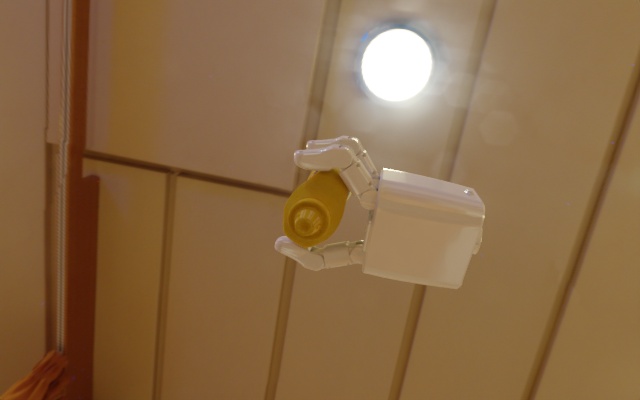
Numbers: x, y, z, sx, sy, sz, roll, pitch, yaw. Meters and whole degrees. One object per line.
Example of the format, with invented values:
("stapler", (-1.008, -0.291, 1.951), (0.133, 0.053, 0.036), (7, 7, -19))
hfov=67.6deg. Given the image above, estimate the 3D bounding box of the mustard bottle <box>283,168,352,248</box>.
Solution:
("mustard bottle", (0.000, 0.002, 0.531), (0.058, 0.096, 0.191), (34, 17, -1))
